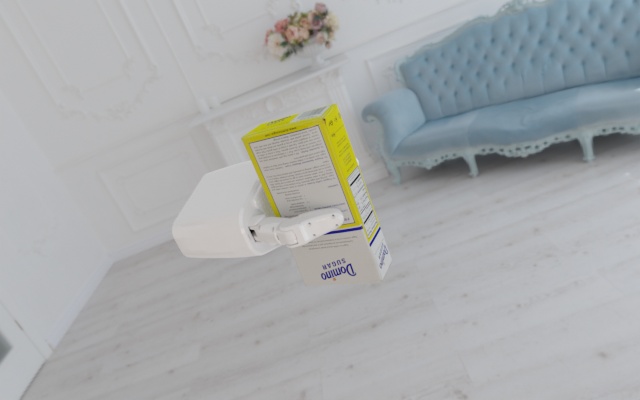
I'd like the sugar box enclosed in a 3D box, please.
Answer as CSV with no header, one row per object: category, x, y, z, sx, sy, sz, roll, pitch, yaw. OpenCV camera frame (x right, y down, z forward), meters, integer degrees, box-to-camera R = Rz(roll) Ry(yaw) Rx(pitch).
sugar box,0.000,0.001,0.477,0.093,0.176,0.048,-8,26,30
